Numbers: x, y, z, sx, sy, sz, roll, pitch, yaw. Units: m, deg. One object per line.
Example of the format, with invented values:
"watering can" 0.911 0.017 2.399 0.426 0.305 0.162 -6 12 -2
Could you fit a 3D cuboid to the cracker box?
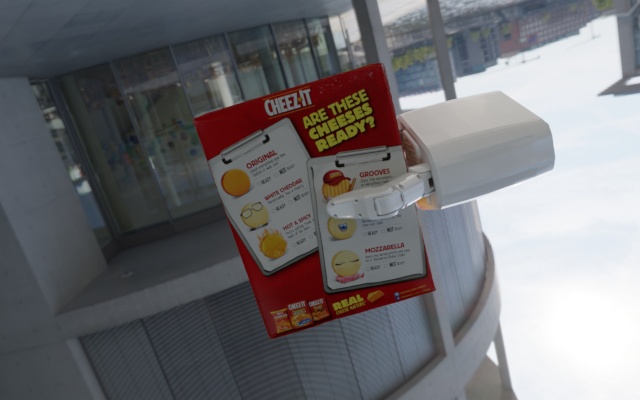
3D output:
"cracker box" 0.000 0.002 0.443 0.164 0.214 0.072 -16 15 0
